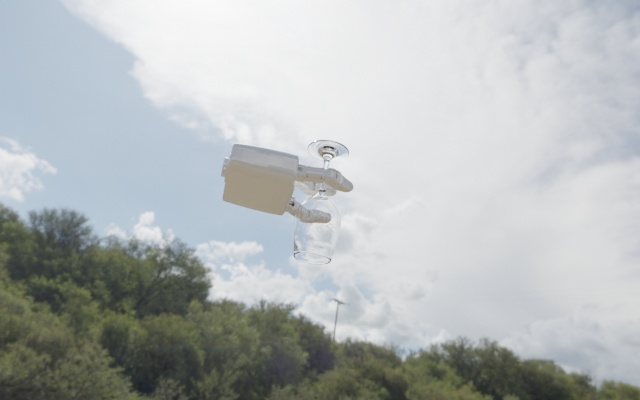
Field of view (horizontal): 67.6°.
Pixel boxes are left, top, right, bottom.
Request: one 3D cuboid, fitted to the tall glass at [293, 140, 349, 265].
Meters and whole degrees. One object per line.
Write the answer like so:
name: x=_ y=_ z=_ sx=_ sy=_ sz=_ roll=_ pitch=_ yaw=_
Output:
tall glass: x=0.000 y=0.002 z=0.802 sx=0.079 sy=0.201 sz=0.079 roll=7 pitch=-23 yaw=3
